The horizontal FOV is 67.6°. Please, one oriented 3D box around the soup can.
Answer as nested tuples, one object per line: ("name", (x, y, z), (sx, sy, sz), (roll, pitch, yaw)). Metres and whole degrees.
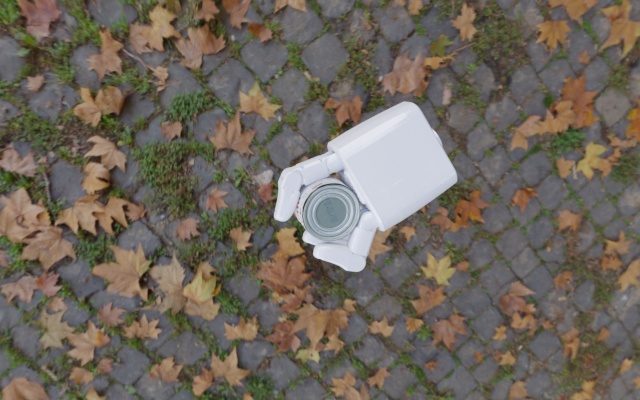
("soup can", (0.000, 0.002, 0.563), (0.068, 0.068, 0.102), (0, 14, -15))
